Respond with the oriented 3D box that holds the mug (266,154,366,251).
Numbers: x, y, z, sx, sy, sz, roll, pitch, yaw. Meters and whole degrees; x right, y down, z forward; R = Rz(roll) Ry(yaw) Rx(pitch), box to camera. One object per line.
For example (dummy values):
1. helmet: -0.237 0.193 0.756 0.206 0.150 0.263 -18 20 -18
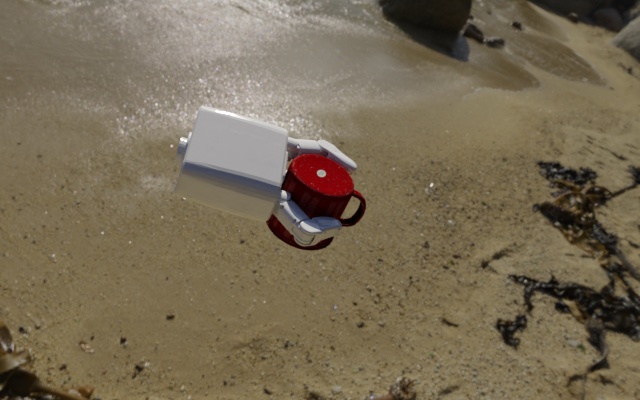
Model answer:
1. mug: 0.002 0.002 0.576 0.117 0.081 0.093 15 37 -16
